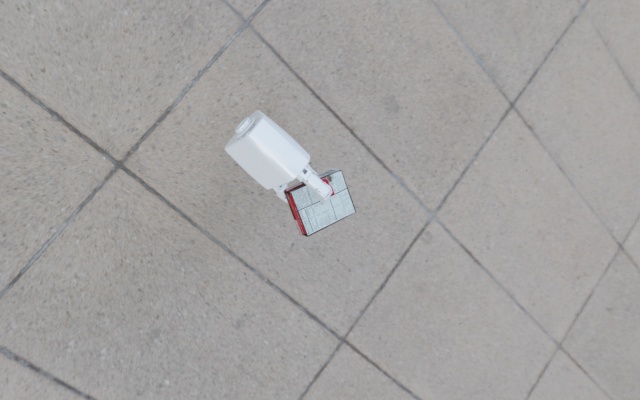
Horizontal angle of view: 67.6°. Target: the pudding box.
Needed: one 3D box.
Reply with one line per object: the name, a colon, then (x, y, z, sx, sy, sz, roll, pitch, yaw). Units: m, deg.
pudding box: (0.000, 0.003, 0.871, 0.113, 0.090, 0.039, -25, 14, -21)
